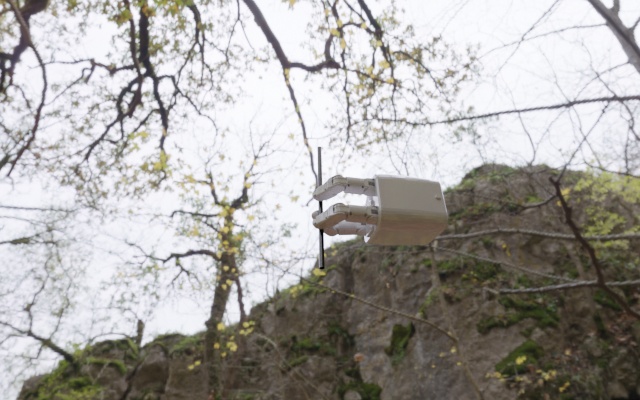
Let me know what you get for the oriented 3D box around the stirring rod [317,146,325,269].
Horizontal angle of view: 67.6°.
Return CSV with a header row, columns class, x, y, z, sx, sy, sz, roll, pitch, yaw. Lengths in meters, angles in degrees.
class,x,y,z,sx,sy,sz,roll,pitch,yaw
stirring rod,0.000,0.003,0.759,0.011,0.239,0.011,-1,-38,-1
